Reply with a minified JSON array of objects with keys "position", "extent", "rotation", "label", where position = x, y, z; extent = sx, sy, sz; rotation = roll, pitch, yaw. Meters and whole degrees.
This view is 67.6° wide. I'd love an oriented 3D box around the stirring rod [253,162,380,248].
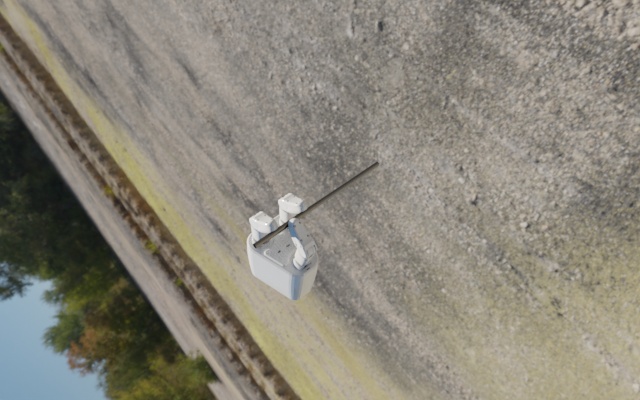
[{"position":[0.000,0.002,0.708],"extent":[0.239,0.011,0.011],"rotation":[-34,16,-25],"label":"stirring rod"}]
